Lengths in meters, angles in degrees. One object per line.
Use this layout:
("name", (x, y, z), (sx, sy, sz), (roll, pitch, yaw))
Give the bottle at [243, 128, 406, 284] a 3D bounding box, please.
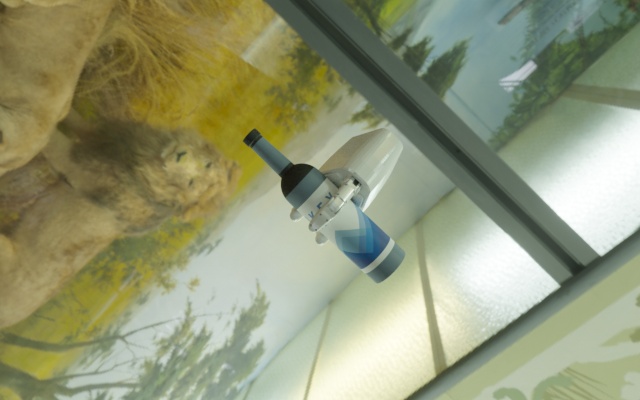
("bottle", (0.000, 0.003, 0.722), (0.296, 0.069, 0.069), (43, -4, -4))
